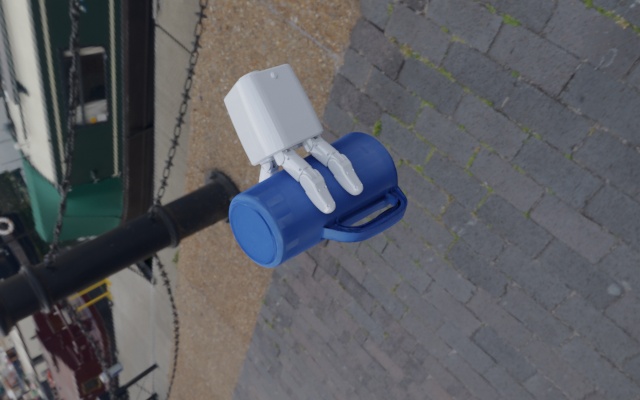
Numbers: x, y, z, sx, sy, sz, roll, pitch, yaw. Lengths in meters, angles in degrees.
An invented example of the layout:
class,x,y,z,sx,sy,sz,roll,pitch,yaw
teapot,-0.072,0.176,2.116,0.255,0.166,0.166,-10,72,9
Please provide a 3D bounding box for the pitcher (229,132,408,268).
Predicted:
class,x,y,z,sx,sy,sz,roll,pitch,yaw
pitcher,0.000,0.002,0.690,0.242,0.145,0.149,-30,9,-39
